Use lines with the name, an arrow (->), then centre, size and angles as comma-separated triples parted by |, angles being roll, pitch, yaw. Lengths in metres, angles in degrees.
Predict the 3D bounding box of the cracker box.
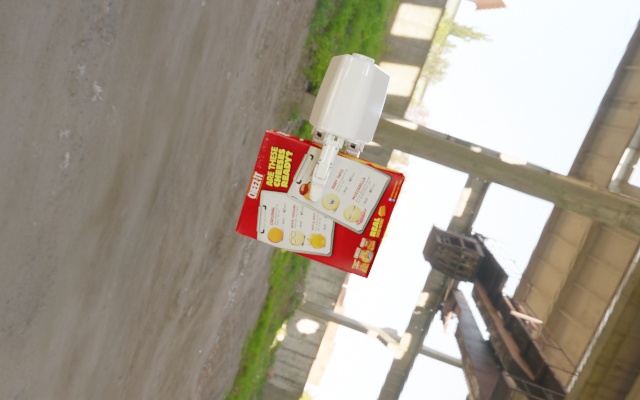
cracker box -> 0.000, 0.002, 0.727 | 0.213, 0.164, 0.072 | 19, 10, 3
